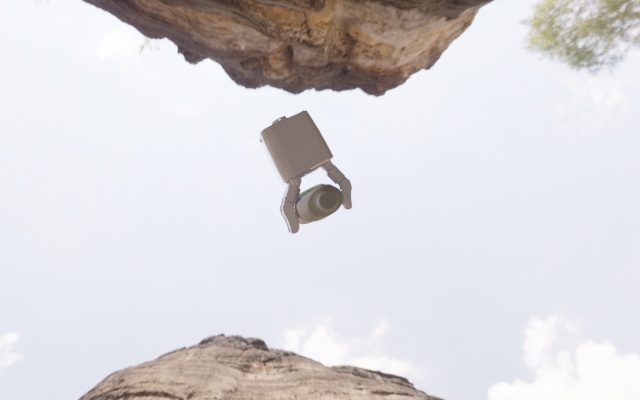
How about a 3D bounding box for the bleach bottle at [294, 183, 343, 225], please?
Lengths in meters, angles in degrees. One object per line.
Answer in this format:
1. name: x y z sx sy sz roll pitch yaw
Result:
1. bleach bottle: 0.000 0.003 0.896 0.102 0.068 0.251 -28 2 -9
